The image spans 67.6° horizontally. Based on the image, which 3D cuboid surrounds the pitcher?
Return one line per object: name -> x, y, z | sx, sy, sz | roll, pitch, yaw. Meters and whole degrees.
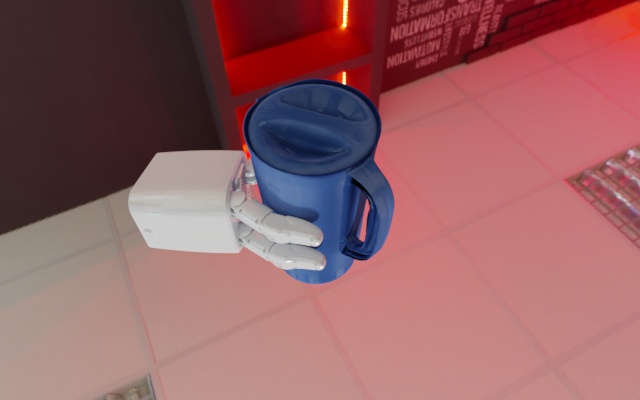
pitcher -> 0.000, 0.002, 0.542 | 0.145, 0.149, 0.243 | 1, -38, 2
